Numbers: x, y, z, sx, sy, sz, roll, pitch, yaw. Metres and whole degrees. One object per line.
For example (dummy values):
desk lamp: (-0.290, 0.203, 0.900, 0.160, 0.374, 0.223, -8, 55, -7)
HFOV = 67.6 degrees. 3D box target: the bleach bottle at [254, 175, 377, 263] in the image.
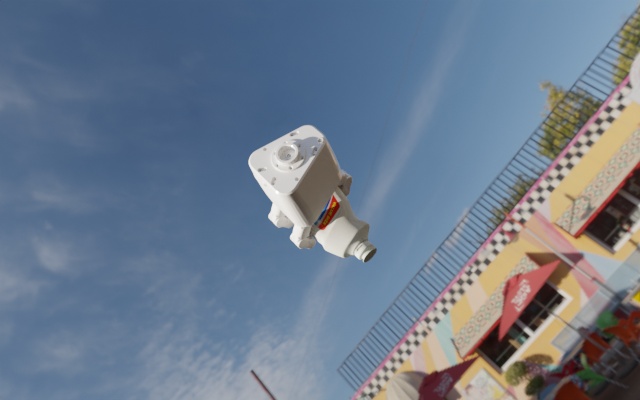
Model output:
bleach bottle: (0.000, 0.003, 0.783, 0.250, 0.102, 0.068, 43, -10, 27)
